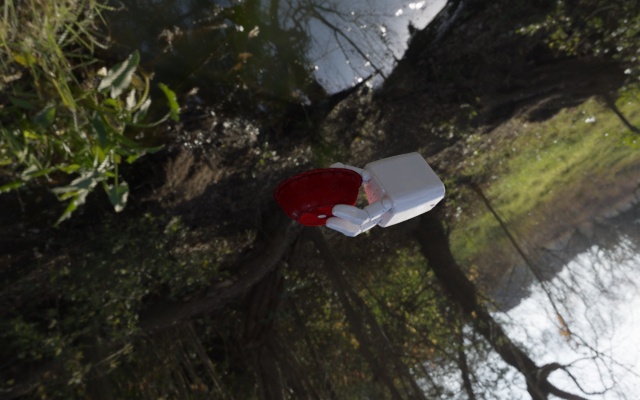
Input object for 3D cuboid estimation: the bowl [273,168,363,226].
[{"bbox_3d":[-0.001,0.003,0.836,0.162,0.055,0.162,-9,-22,-4],"label":"bowl"}]
